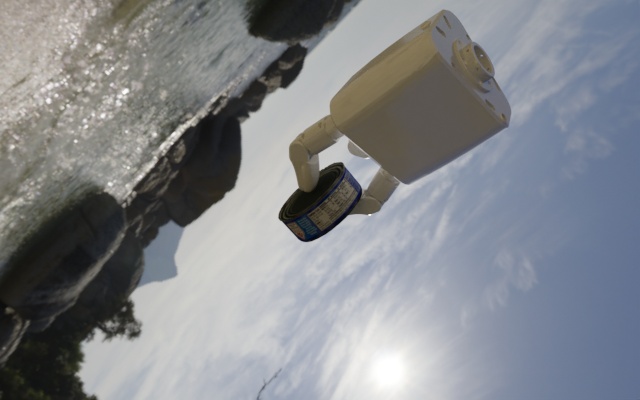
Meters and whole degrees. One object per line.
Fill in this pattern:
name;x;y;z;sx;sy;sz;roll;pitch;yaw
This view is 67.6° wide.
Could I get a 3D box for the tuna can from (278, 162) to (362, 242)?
tuna can;0.000;0.002;0.483;0.086;0.034;0.086;-37;17;14
